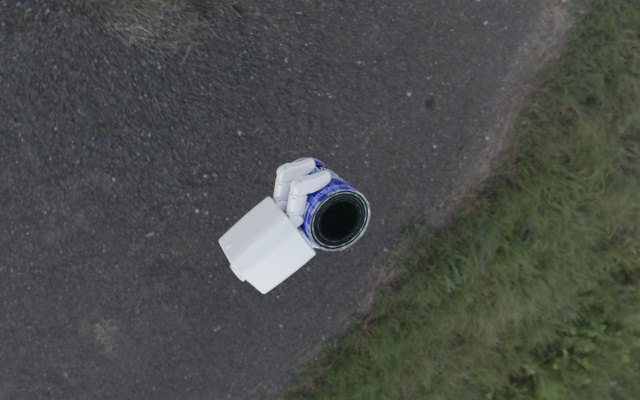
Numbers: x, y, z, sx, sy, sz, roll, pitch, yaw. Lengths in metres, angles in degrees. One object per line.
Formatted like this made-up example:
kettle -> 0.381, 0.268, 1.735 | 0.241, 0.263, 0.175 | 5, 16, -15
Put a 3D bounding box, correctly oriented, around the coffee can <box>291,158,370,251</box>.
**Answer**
coffee can -> 0.000, 0.002, 0.760 | 0.103, 0.103, 0.140 | 0, 23, -28
